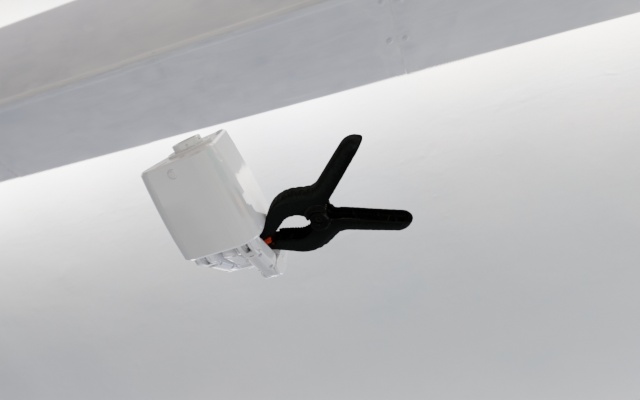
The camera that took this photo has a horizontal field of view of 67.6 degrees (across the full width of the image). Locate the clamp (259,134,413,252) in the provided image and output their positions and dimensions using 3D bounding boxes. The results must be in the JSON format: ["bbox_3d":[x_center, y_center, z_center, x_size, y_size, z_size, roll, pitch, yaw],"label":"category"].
[{"bbox_3d":[0.000,0.002,0.512,0.171,0.120,0.039,-19,22,16],"label":"clamp"}]
